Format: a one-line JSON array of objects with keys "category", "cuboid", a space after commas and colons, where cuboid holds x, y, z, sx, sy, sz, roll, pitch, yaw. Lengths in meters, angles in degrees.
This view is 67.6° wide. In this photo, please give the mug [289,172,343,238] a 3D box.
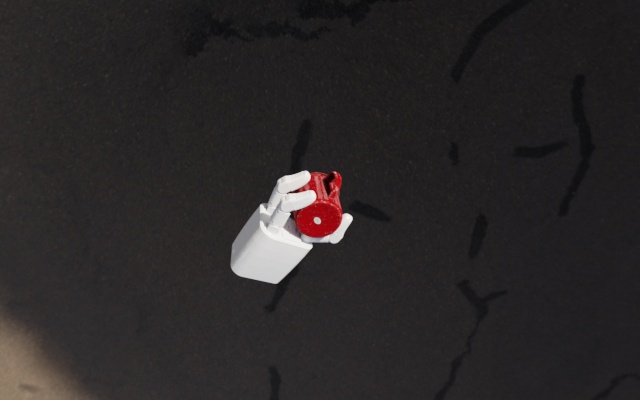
[{"category": "mug", "cuboid": [0.001, 0.002, 0.827, 0.093, 0.117, 0.081, 27, 27, -24]}]
